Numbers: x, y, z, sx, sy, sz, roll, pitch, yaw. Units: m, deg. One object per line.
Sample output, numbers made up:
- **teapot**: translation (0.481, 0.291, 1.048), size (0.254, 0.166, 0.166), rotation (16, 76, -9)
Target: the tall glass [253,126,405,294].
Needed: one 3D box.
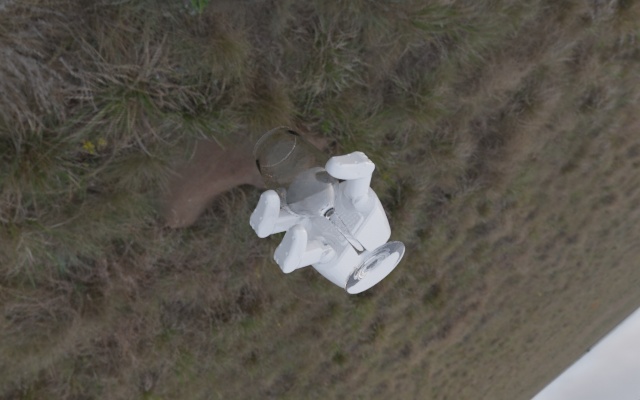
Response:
- **tall glass**: translation (0.000, 0.002, 0.523), size (0.079, 0.079, 0.201), rotation (0, 41, -47)
